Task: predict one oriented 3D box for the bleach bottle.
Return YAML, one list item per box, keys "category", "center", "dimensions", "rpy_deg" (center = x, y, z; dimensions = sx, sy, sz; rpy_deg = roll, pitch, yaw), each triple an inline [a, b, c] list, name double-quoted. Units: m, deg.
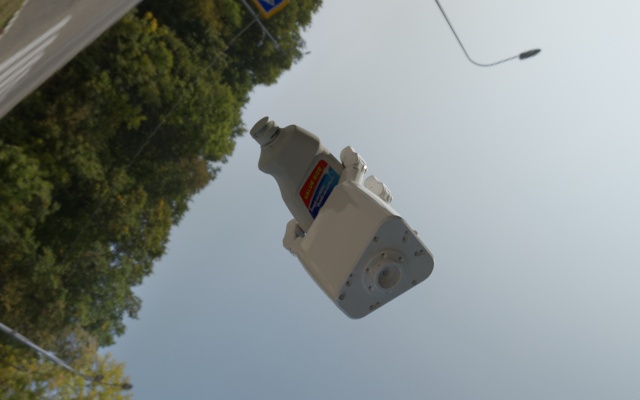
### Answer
- category: "bleach bottle"
  center: [0.000, 0.002, 0.595]
  dimensions: [0.251, 0.102, 0.068]
  rpy_deg: [47, -3, -28]
